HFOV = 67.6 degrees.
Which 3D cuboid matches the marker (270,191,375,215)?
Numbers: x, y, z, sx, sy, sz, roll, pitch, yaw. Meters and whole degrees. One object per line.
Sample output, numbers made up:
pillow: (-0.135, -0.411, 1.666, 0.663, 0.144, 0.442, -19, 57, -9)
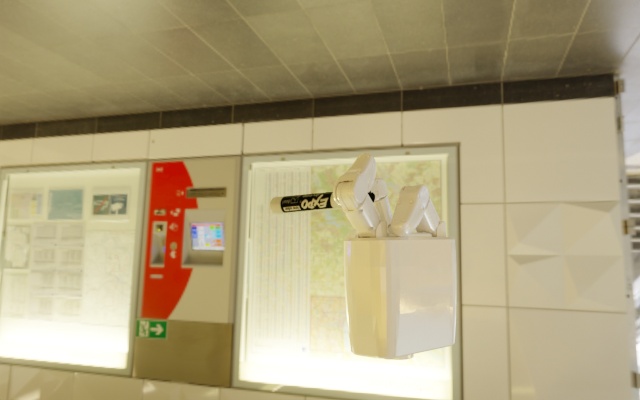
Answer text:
marker: (0.000, 0.001, 0.470, 0.121, 0.020, 0.020, -5, -3, 37)
